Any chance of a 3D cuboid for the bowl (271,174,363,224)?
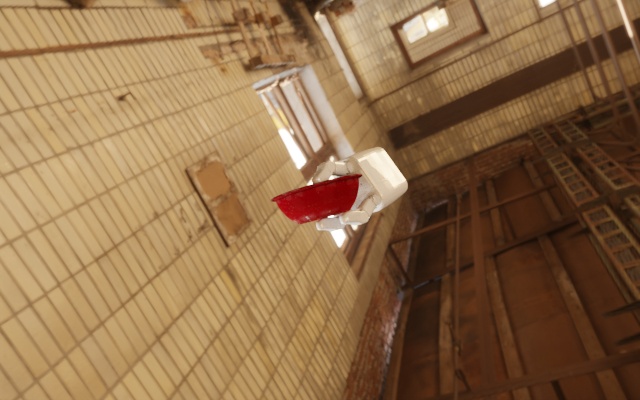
[{"bbox_3d":[-0.001,0.003,0.813,0.162,0.055,0.162,-15,-3,-1],"label":"bowl"}]
